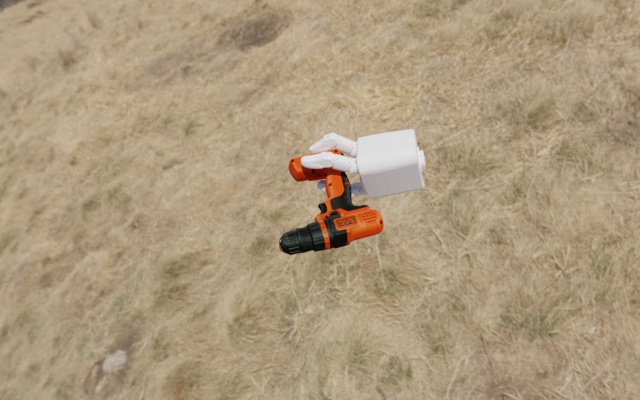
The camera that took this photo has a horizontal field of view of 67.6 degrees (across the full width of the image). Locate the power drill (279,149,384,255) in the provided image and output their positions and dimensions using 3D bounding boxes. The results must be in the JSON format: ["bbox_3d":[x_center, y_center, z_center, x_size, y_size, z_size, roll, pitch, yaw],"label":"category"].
[{"bbox_3d":[0.000,0.002,0.858,0.184,0.187,0.057,-13,-32,-10],"label":"power drill"}]
